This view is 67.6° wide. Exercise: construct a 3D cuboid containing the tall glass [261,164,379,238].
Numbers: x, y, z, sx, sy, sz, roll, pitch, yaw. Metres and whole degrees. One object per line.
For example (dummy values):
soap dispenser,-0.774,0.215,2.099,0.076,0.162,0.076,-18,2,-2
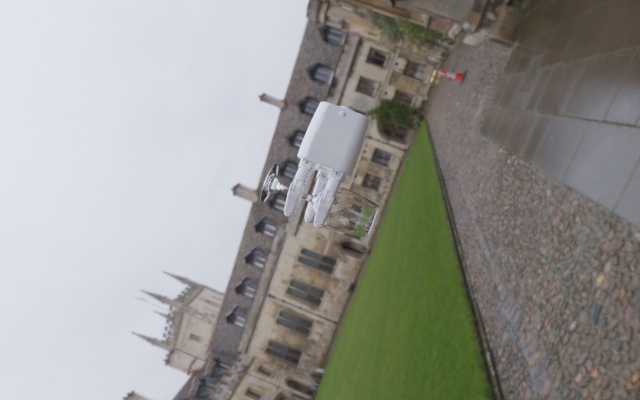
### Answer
tall glass,-0.001,0.003,0.851,0.201,0.079,0.079,21,2,5
